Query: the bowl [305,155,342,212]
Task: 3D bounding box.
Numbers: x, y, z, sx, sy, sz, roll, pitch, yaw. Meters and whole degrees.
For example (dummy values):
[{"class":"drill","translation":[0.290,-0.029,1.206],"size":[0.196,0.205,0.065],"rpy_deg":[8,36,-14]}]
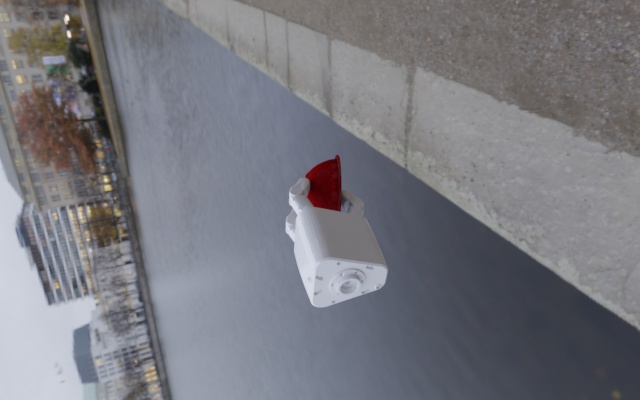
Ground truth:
[{"class":"bowl","translation":[0.000,0.002,0.804],"size":[0.055,0.162,0.162],"rpy_deg":[2,0,-3]}]
